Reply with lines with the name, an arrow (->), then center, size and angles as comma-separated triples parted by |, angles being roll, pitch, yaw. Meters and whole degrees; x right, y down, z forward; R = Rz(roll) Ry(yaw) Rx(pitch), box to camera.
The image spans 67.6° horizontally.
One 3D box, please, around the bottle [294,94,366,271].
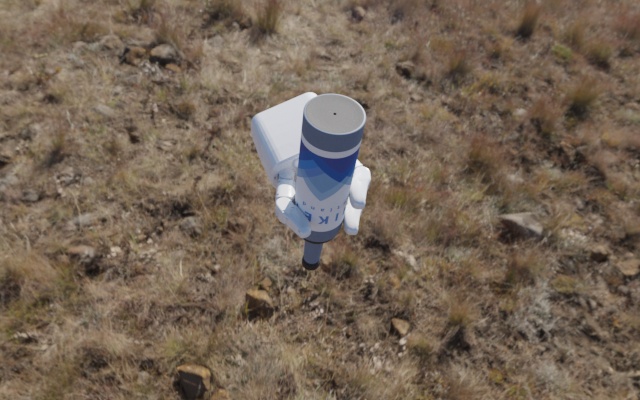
bottle -> 0.000, 0.002, 0.611 | 0.069, 0.069, 0.296 | 0, -39, -8
